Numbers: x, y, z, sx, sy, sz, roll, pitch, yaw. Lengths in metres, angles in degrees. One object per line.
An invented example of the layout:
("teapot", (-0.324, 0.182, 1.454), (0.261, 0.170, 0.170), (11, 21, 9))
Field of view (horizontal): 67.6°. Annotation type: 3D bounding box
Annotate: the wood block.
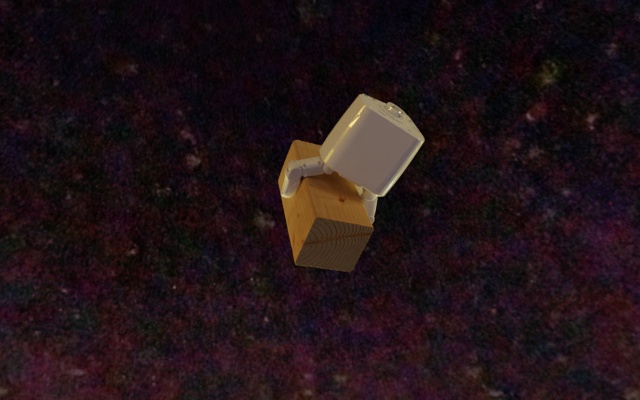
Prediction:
("wood block", (0.000, 0.002, 0.743), (0.091, 0.090, 0.206), (11, 33, -21))
